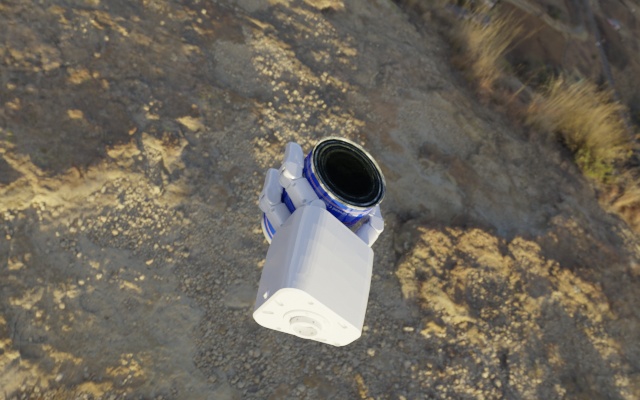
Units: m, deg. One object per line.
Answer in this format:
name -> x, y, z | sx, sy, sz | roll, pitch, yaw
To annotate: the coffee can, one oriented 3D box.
coffee can -> 0.000, 0.002, 0.603 | 0.103, 0.102, 0.140 | 0, -31, -35
